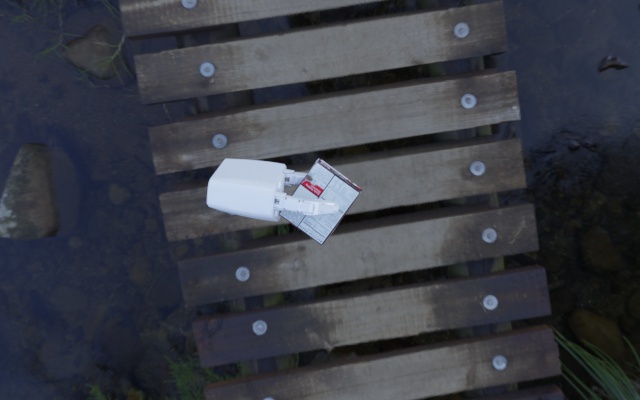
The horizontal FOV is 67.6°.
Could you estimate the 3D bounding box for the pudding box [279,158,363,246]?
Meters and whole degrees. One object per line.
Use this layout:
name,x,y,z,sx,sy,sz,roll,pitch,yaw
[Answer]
pudding box,0.000,0.003,0.775,0.090,0.113,0.039,36,12,-1
